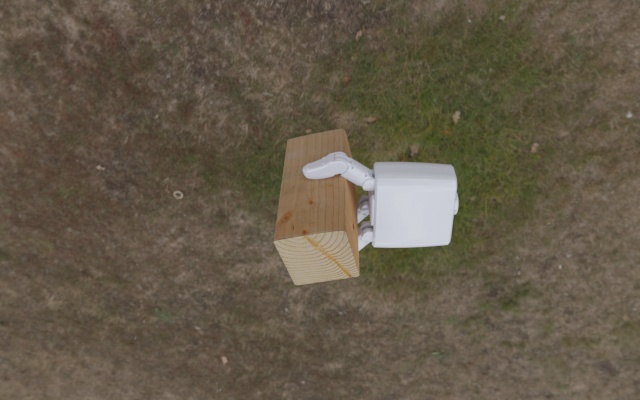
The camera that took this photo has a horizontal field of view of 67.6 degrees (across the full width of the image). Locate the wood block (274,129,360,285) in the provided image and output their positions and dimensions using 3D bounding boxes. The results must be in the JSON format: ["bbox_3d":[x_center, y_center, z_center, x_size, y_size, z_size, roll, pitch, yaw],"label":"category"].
[{"bbox_3d":[0.000,0.002,0.661,0.090,0.091,0.206,-10,42,11],"label":"wood block"}]
